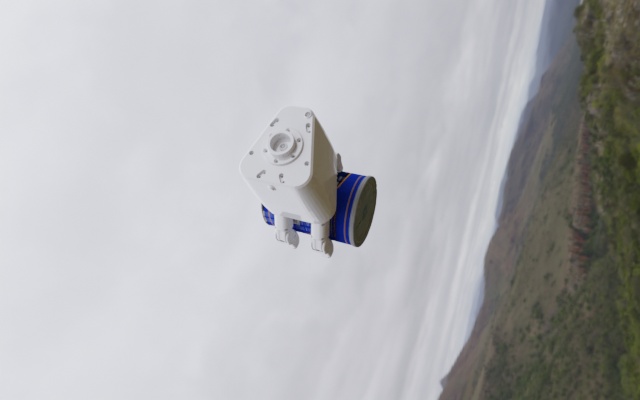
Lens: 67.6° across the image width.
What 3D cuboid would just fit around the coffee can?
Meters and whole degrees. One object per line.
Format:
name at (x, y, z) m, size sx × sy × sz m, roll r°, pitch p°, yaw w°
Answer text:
coffee can at (0.000, 0.002, 0.694) m, size 0.140 × 0.103 × 0.103 m, roll 12°, pitch 4°, yaw 20°
